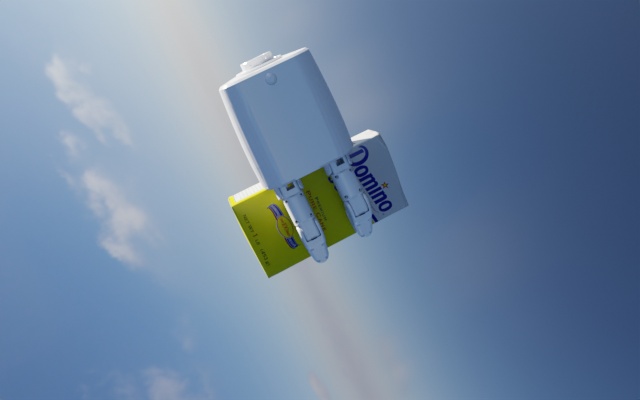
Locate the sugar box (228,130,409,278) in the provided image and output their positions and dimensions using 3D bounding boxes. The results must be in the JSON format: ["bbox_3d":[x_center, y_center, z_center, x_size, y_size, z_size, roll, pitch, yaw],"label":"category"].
[{"bbox_3d":[0.000,0.002,0.521,0.176,0.093,0.048,-27,19,-5],"label":"sugar box"}]
